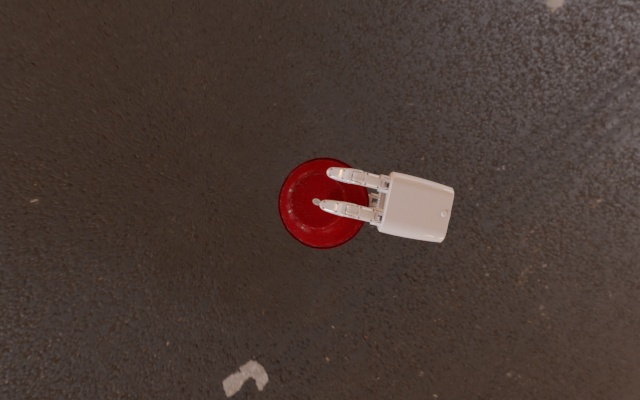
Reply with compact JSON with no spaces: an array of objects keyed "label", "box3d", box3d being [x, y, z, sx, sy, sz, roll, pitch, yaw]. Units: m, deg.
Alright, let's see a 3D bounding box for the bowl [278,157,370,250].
[{"label":"bowl","box3d":[-0.001,0.003,0.807,0.162,0.162,0.055,0,-4,9]}]
